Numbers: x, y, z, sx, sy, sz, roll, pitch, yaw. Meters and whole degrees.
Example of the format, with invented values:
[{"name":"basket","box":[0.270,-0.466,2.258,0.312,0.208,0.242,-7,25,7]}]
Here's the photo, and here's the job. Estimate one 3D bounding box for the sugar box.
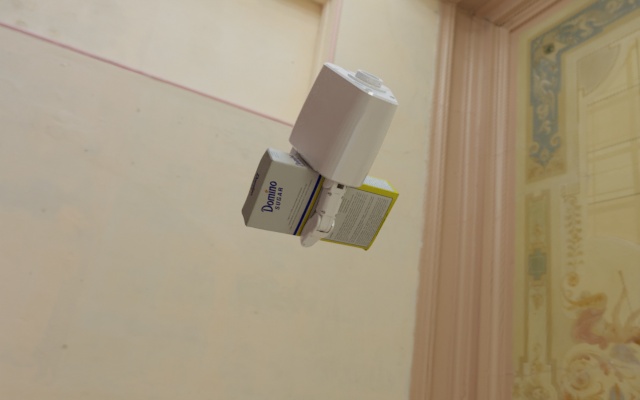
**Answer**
[{"name":"sugar box","box":[0.000,0.002,0.597,0.176,0.093,0.048,15,24,-24]}]
